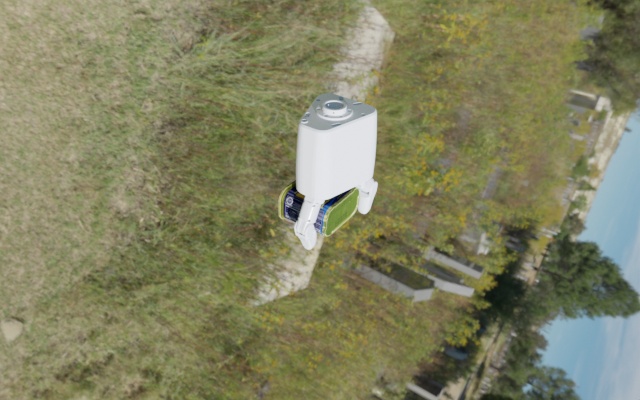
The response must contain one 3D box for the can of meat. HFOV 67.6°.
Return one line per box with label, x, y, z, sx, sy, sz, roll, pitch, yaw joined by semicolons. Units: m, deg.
can of meat;0.000;0.003;0.726;0.084;0.057;0.102;23;39;26
